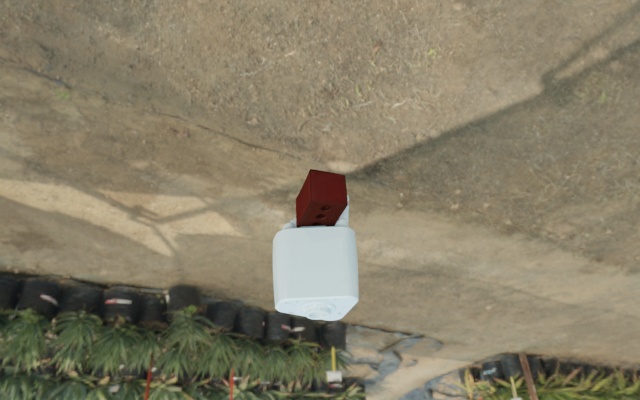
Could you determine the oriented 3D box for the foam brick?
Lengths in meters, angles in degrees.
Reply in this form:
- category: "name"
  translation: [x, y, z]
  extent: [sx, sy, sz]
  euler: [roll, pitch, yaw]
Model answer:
- category: "foam brick"
  translation: [0.000, 0.002, 0.664]
  extent: [0.053, 0.051, 0.078]
  euler: [7, -35, -15]
